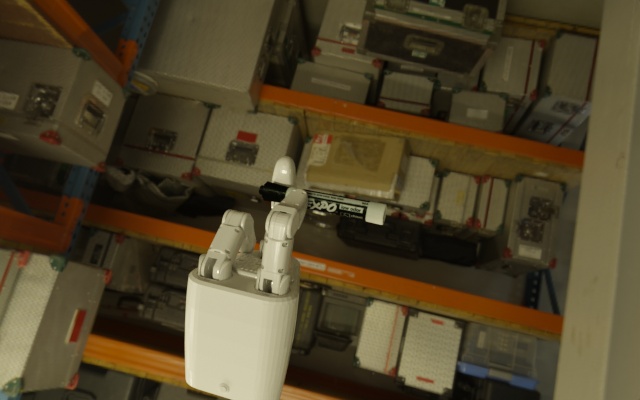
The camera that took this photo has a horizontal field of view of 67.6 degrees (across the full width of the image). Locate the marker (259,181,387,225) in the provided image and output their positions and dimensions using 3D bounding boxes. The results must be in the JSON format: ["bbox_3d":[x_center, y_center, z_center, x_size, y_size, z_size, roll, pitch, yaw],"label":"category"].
[{"bbox_3d":[0.000,0.001,0.440,0.121,0.020,0.020,11,3,14],"label":"marker"}]
